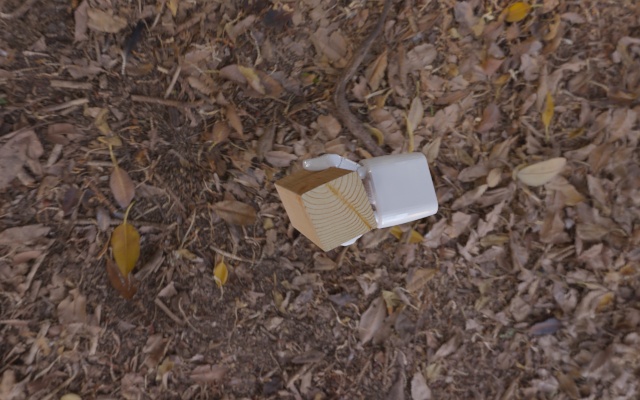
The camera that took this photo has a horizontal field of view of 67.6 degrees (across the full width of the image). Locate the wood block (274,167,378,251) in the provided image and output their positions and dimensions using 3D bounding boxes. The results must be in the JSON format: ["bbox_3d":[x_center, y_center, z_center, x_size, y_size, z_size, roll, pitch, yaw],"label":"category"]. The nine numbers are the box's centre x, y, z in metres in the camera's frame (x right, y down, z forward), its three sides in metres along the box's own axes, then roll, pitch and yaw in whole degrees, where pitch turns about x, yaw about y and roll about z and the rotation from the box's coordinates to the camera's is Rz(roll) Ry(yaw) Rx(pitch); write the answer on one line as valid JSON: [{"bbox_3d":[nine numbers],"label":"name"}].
[{"bbox_3d":[0.000,0.002,0.760,0.090,0.091,0.206,-24,12,-12],"label":"wood block"}]
